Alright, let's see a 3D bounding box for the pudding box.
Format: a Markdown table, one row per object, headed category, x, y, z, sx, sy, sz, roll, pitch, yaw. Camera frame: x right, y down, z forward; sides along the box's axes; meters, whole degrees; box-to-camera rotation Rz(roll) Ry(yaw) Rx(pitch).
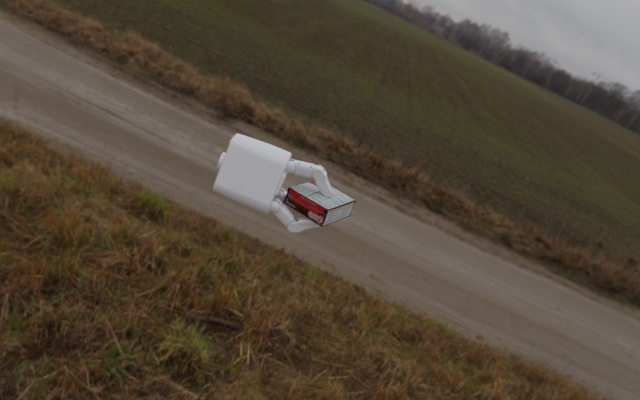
| category | x | y | z | sx | sy | sz | roll | pitch | yaw |
| --- | --- | --- | --- | --- | --- | --- | --- | --- | --- |
| pudding box | 0.000 | 0.003 | 0.871 | 0.090 | 0.039 | 0.113 | 32 | 25 | 23 |
